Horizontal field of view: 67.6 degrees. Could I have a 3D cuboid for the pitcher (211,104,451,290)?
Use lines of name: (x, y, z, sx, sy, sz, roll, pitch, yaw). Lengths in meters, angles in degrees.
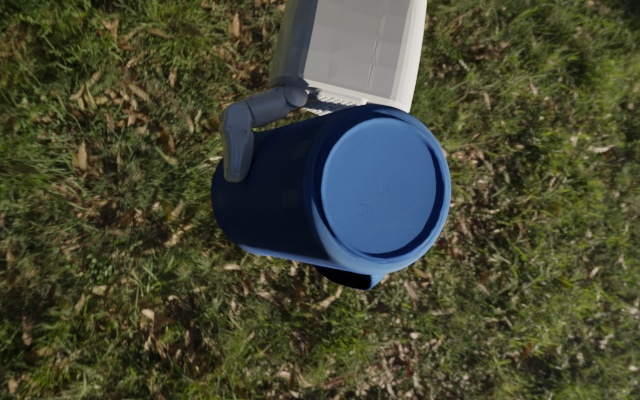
pitcher: (0.000, 0.001, 0.404, 0.149, 0.145, 0.243, 13, -4, -22)
